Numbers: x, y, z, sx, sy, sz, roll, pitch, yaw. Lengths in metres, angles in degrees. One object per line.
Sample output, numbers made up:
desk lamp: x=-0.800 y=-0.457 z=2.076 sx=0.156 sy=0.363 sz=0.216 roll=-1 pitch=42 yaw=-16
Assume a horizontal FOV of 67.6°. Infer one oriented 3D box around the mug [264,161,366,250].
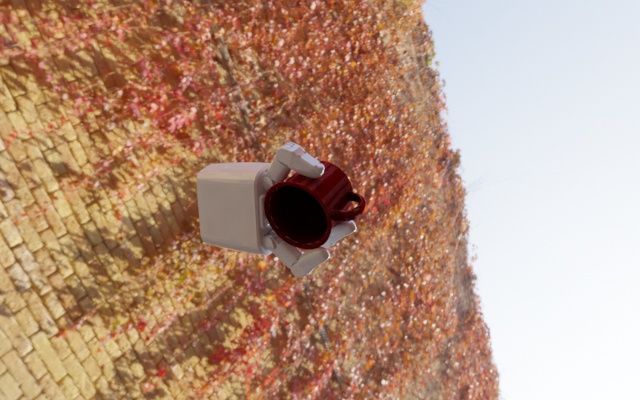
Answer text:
mug: x=0.001 y=0.002 z=0.593 sx=0.117 sy=0.093 sz=0.081 roll=5 pitch=30 yaw=29
